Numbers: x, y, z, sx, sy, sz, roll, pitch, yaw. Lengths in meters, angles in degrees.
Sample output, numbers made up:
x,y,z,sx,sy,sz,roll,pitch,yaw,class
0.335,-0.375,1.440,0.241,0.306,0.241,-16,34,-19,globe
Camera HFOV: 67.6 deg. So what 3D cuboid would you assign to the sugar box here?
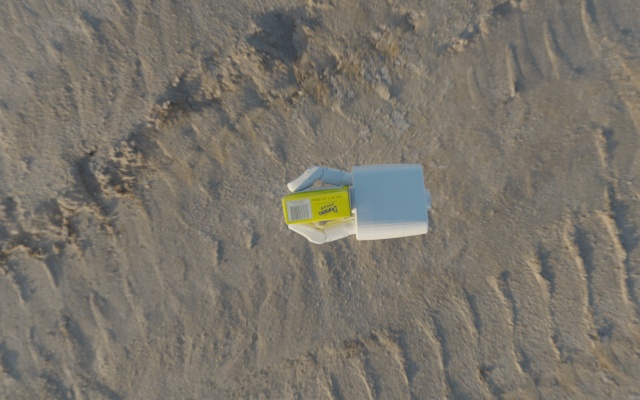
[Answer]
x,y,z,sx,sy,sz,roll,pitch,yaw,class
0.000,0.003,0.735,0.093,0.048,0.176,-7,1,5,sugar box
